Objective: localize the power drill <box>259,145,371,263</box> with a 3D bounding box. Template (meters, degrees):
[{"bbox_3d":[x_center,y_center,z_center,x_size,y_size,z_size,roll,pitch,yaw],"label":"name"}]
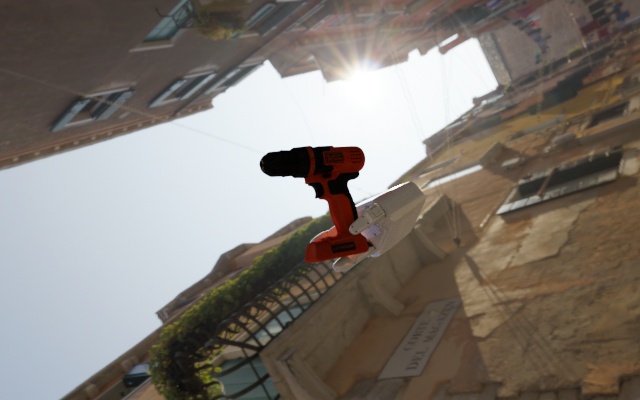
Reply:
[{"bbox_3d":[0.000,0.003,0.771,0.184,0.187,0.057,-7,-5,-24],"label":"power drill"}]
